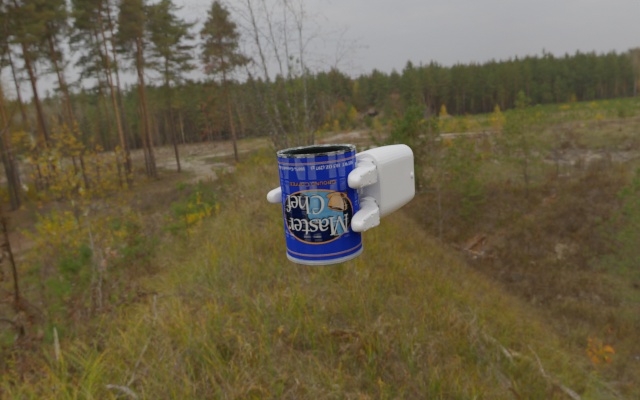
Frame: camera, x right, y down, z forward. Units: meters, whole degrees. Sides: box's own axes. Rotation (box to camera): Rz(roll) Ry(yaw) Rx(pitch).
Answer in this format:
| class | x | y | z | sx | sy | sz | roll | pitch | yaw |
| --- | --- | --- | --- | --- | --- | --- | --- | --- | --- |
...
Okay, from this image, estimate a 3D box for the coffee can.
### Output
| class | x | y | z | sx | sy | sz | roll | pitch | yaw |
| --- | --- | --- | --- | --- | --- | --- | --- | --- | --- |
| coffee can | 0.000 | 0.002 | 0.626 | 0.103 | 0.140 | 0.102 | -5 | 13 | 1 |
